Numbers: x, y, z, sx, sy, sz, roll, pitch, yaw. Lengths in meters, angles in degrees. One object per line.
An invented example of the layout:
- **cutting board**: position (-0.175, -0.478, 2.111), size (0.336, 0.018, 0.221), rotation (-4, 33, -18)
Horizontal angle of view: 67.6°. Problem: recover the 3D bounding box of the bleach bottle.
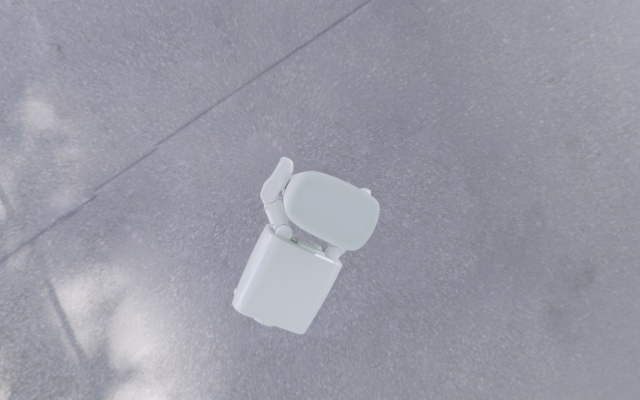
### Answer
- **bleach bottle**: position (0.000, 0.002, 0.631), size (0.102, 0.068, 0.251), rotation (26, 1, -7)
